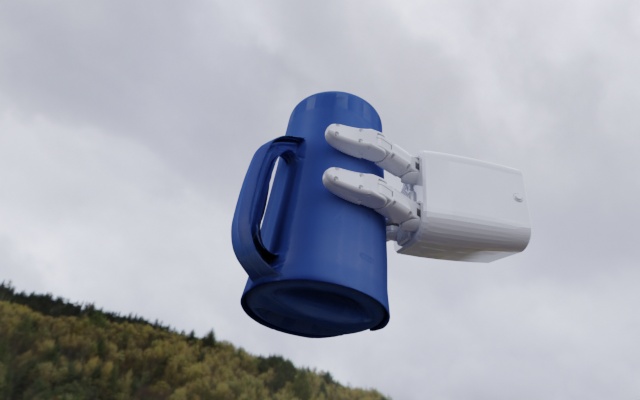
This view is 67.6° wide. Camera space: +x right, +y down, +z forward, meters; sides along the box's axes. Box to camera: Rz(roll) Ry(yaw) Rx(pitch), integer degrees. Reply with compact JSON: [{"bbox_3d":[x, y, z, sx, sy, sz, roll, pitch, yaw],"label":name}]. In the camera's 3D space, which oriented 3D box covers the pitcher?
[{"bbox_3d":[0.000,0.002,0.480,0.145,0.242,0.149,8,-35,-2],"label":"pitcher"}]
